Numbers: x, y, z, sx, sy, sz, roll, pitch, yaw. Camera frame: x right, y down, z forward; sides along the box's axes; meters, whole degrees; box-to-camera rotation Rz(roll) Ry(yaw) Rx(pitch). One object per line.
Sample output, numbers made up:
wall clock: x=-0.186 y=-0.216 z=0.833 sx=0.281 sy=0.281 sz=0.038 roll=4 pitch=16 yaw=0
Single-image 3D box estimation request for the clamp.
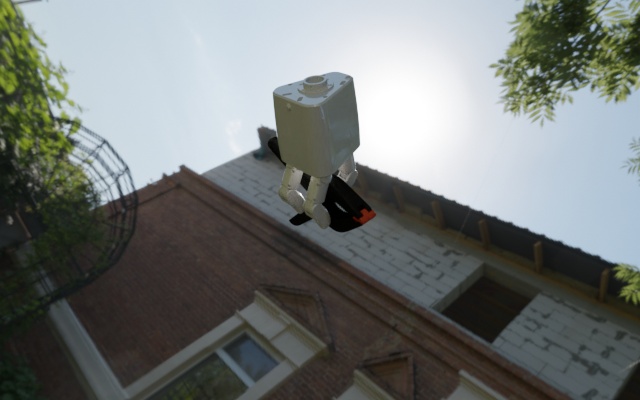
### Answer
clamp: x=0.001 y=0.002 z=0.733 sx=0.036 sy=0.165 sz=0.210 roll=-33 pitch=43 yaw=-28
